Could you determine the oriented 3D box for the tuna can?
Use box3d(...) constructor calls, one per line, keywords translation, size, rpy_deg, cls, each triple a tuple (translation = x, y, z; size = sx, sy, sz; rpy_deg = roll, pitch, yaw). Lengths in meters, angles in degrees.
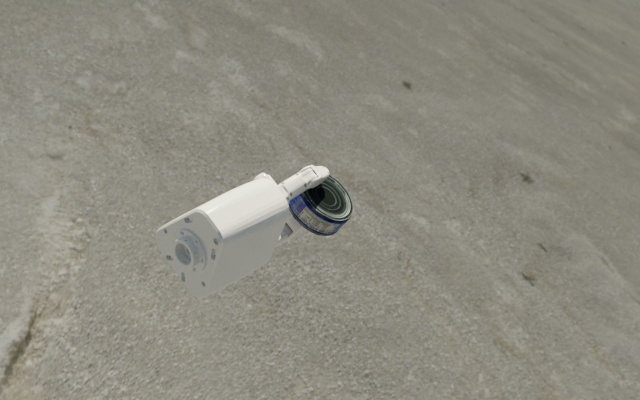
box3d(translation=(0.000, 0.002, 0.623), size=(0.086, 0.086, 0.034), rpy_deg=(0, -37, -44), cls="tuna can")
